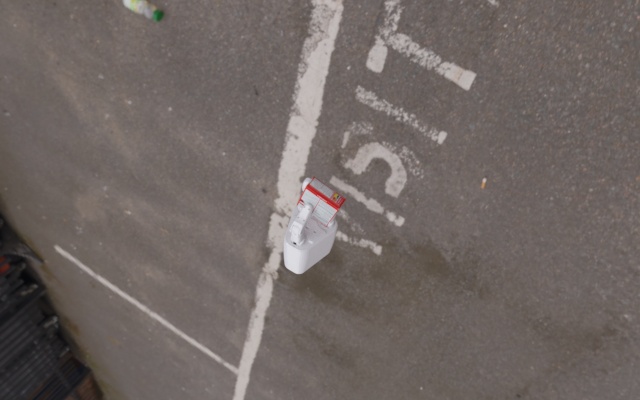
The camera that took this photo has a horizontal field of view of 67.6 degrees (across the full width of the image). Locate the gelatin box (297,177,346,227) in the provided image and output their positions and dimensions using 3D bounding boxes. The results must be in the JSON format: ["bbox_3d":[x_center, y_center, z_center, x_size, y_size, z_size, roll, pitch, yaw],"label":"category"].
[{"bbox_3d":[0.000,0.003,0.894,0.073,0.030,0.089,36,-28,3],"label":"gelatin box"}]
